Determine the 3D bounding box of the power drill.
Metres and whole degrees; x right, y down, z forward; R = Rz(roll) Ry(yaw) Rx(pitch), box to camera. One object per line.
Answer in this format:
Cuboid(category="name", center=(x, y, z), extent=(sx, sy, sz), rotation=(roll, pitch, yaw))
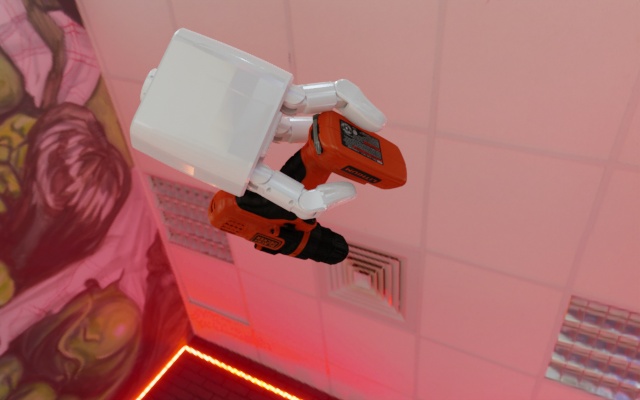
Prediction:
Cuboid(category="power drill", center=(0.000, 0.001, 0.508), extent=(0.184, 0.057, 0.188), rotation=(22, -46, -33))
